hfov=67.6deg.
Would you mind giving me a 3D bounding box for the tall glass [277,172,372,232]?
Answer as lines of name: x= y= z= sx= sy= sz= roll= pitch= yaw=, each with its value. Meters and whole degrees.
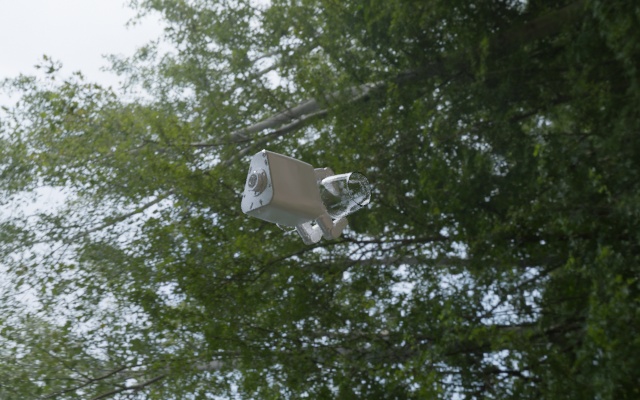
tall glass: x=0.000 y=0.003 z=0.890 sx=0.079 sy=0.079 sz=0.201 roll=0 pitch=-14 yaw=-45
